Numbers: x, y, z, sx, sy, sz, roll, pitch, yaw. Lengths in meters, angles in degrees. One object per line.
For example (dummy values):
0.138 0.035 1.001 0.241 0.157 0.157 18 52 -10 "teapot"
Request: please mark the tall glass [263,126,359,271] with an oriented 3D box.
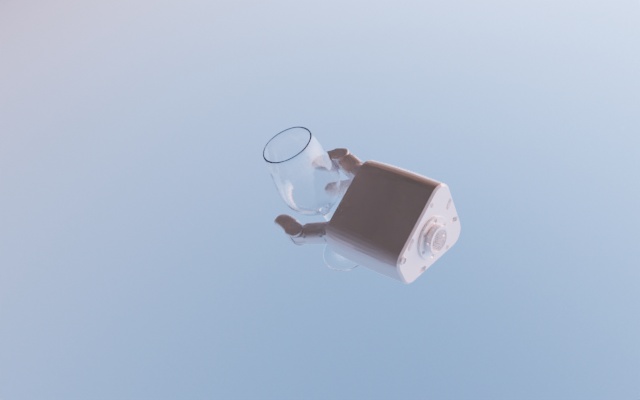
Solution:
0.000 0.002 0.607 0.079 0.079 0.201 0 -42 32 "tall glass"
